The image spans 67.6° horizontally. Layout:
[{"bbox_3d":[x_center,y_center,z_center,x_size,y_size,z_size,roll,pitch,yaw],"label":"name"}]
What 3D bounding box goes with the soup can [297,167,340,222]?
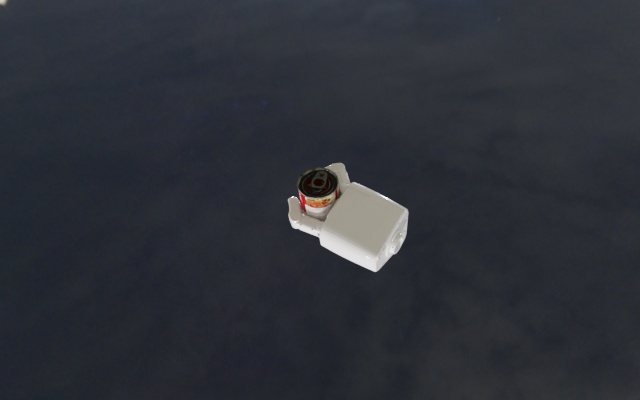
[{"bbox_3d":[0.000,0.003,0.814,0.068,0.068,0.102,0,-40,6],"label":"soup can"}]
